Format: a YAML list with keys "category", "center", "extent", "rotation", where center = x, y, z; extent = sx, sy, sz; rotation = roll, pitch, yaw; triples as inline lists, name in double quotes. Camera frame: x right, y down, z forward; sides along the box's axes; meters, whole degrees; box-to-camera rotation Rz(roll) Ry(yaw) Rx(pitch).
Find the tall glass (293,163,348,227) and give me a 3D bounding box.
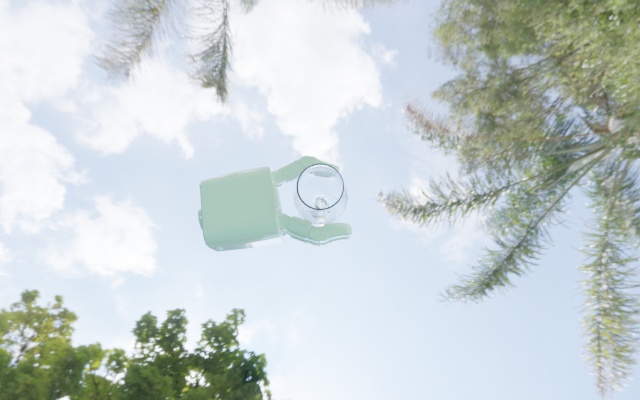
- category: "tall glass"
  center: [0.000, 0.002, 0.709]
  extent: [0.079, 0.079, 0.201]
  rotation: [0, -12, 0]
